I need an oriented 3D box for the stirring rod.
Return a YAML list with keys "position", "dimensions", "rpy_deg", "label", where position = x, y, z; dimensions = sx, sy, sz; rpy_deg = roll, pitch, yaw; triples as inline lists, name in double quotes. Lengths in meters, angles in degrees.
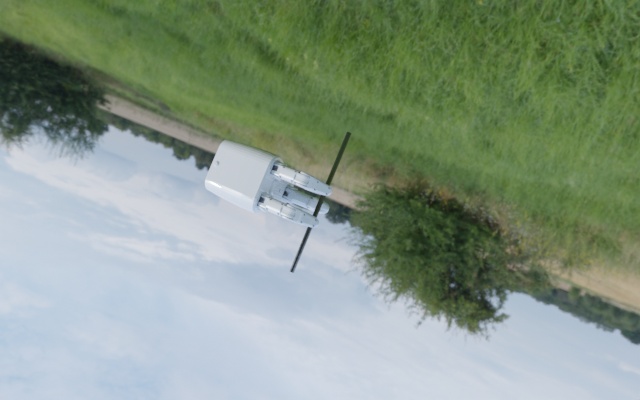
- position: [0.000, 0.002, 0.761]
  dimensions: [0.011, 0.239, 0.011]
  rpy_deg: [22, -1, 1]
  label: "stirring rod"
